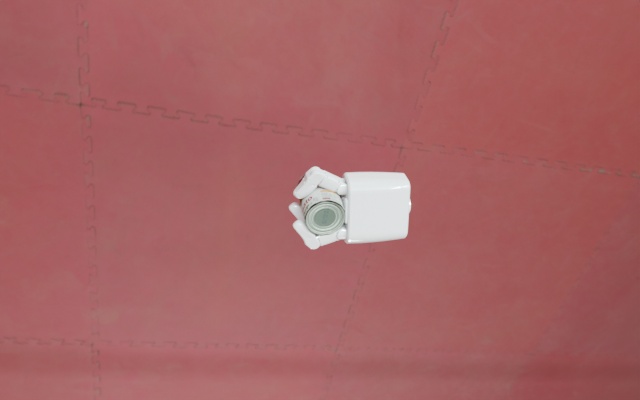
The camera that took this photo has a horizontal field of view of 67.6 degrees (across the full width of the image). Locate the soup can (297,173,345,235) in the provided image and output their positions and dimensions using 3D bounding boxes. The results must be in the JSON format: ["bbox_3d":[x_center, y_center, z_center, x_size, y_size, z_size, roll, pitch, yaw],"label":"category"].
[{"bbox_3d":[0.000,0.003,0.801,0.068,0.068,0.102,0,32,-11],"label":"soup can"}]
